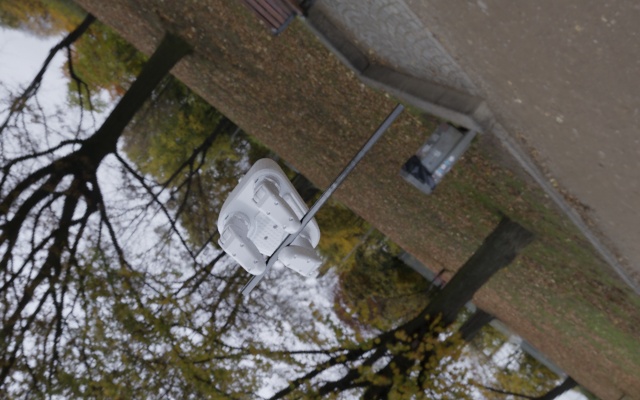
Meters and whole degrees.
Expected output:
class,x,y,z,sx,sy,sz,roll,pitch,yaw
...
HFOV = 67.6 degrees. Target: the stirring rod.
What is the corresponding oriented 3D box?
class,x,y,z,sx,sy,sz,roll,pitch,yaw
stirring rod,0.000,0.001,0.466,0.011,0.239,0.011,39,6,-5
